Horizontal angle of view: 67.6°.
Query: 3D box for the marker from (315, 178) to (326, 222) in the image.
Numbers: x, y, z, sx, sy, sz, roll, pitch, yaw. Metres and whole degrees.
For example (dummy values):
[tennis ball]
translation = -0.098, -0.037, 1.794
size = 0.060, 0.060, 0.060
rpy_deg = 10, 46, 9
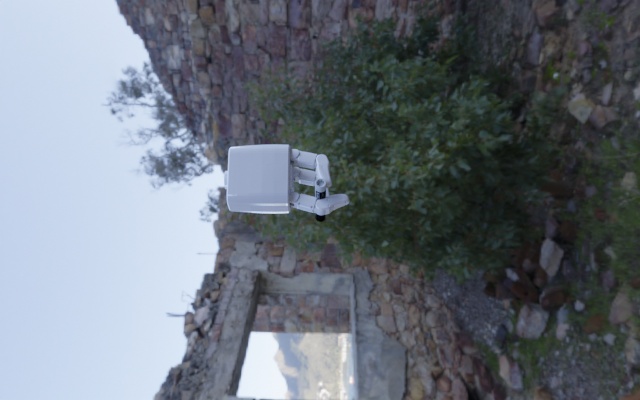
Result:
[marker]
translation = 0.000, 0.003, 0.829
size = 0.020, 0.020, 0.121
rpy_deg = 0, -31, 0
